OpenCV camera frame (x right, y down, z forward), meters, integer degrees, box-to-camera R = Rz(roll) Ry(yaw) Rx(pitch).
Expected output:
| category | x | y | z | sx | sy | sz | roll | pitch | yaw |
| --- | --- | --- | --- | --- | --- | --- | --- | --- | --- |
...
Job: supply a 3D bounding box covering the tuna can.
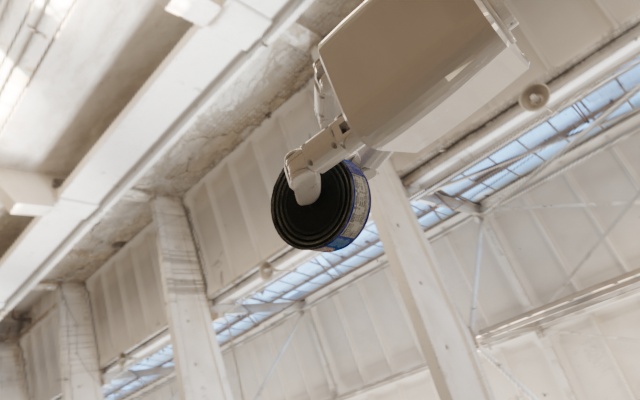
| category | x | y | z | sx | sy | sz | roll | pitch | yaw |
| --- | --- | --- | --- | --- | --- | --- | --- | --- | --- |
| tuna can | 0.000 | 0.001 | 0.410 | 0.086 | 0.086 | 0.034 | 0 | -10 | 37 |
